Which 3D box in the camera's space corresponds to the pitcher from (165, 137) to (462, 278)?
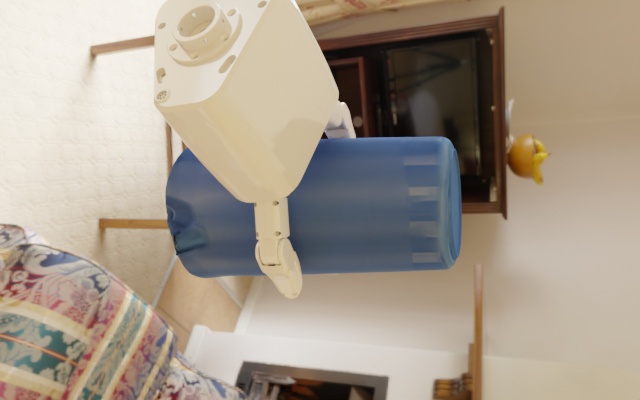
[{"bbox_3d":[0.000,0.001,0.436,0.243,0.149,0.145,-2,-27,21],"label":"pitcher"}]
